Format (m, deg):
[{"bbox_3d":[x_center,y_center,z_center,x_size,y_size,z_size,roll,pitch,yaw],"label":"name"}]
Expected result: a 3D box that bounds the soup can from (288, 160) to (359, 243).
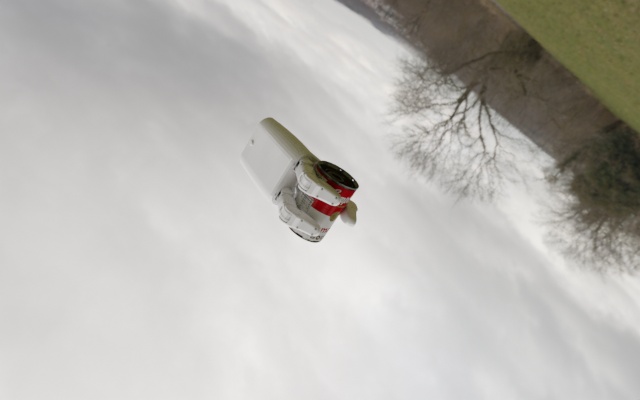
[{"bbox_3d":[0.000,0.003,0.694,0.068,0.102,0.068,29,21,-12],"label":"soup can"}]
